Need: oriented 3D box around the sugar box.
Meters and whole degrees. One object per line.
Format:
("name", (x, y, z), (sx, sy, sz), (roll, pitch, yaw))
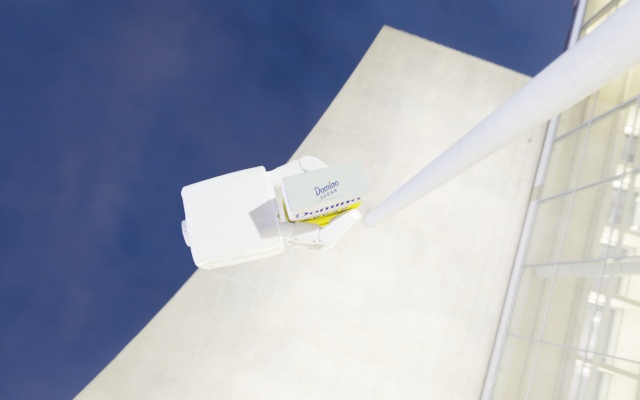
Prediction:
("sugar box", (0.000, 0.003, 0.600), (0.093, 0.048, 0.176), (-14, -8, -7))
